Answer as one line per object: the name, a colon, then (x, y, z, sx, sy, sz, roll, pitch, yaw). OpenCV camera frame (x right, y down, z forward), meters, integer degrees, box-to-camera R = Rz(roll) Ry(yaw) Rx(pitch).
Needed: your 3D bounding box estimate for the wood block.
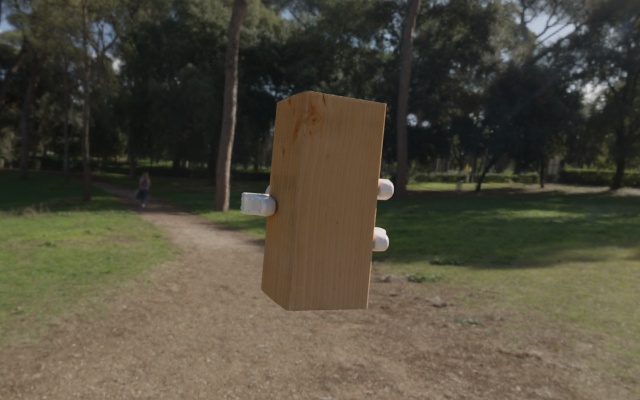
wood block: (0.000, 0.001, 0.498, 0.091, 0.206, 0.090, 4, 2, -24)
